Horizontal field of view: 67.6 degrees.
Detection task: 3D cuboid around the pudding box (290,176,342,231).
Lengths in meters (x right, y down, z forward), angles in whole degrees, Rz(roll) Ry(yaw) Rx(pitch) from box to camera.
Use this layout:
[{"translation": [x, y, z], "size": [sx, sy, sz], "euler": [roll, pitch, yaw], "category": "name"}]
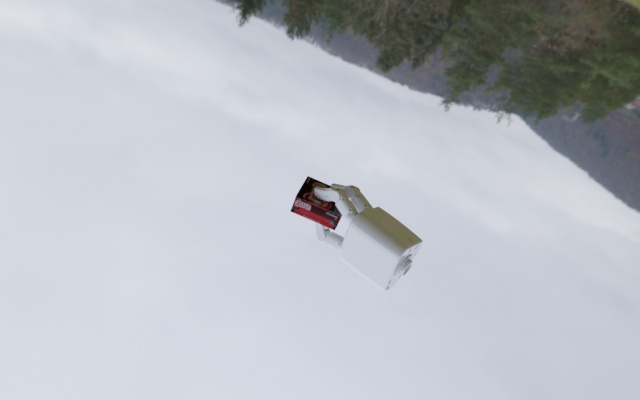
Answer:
[{"translation": [0.000, 0.003, 0.897], "size": [0.090, 0.039, 0.113], "euler": [24, 22, -1], "category": "pudding box"}]
